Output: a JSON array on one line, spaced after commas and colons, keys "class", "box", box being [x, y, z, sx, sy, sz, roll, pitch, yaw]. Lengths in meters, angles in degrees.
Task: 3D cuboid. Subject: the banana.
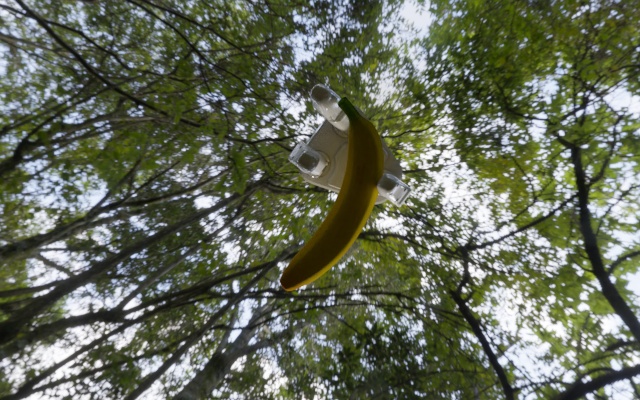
[{"class": "banana", "box": [0.019, 0.003, 0.473, 0.069, 0.198, 0.037, 16, 9, -11]}]
